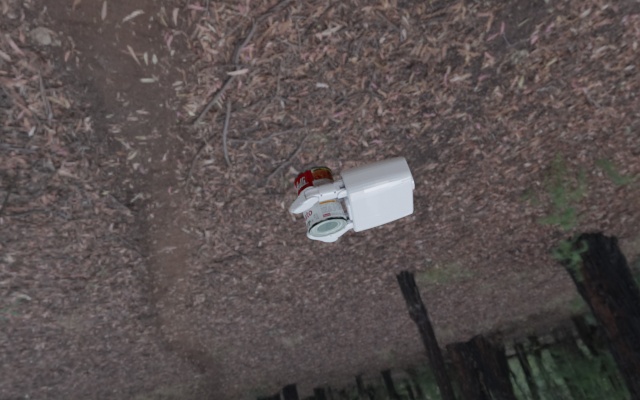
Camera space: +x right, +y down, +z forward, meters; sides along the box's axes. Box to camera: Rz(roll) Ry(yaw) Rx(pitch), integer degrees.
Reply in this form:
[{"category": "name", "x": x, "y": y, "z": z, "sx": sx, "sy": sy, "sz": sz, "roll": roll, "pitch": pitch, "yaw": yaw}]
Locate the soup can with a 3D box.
[{"category": "soup can", "x": 0.000, "y": 0.003, "z": 0.804, "sx": 0.068, "sy": 0.102, "sz": 0.068, "roll": -14, "pitch": -26, "yaw": -7}]
